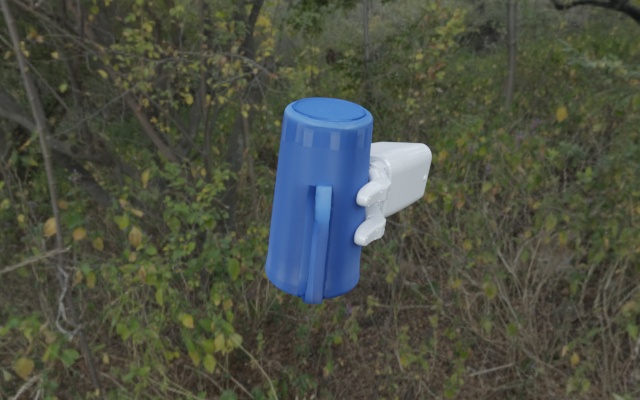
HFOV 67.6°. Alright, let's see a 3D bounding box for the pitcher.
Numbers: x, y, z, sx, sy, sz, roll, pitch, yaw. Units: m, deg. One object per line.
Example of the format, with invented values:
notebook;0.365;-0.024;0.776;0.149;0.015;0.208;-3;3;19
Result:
pitcher;0.000;0.002;0.615;0.145;0.243;0.149;-20;37;-40
